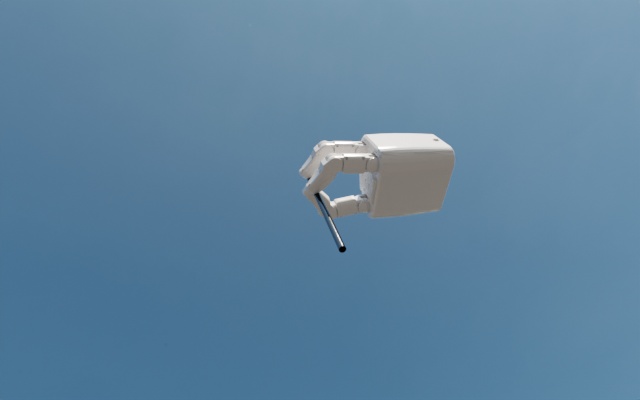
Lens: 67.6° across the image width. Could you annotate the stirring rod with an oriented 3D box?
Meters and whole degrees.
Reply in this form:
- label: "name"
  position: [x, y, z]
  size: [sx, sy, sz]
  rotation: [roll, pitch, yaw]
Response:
- label: "stirring rod"
  position: [0.000, 0.002, 0.599]
  size: [0.011, 0.011, 0.239]
  rotation: [0, 24, -12]
